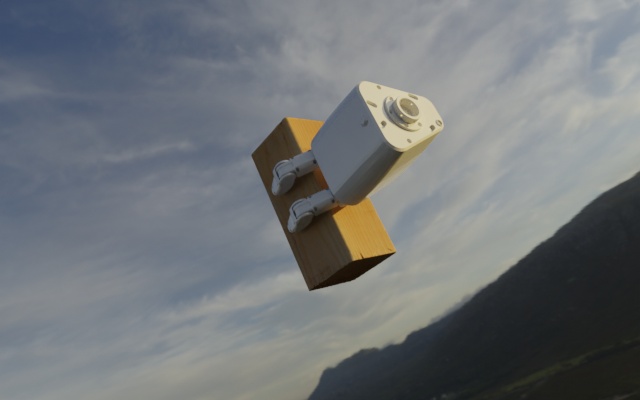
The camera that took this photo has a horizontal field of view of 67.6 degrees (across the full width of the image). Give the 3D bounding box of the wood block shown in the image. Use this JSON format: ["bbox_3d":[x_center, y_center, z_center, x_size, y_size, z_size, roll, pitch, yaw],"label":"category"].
[{"bbox_3d":[0.000,0.002,0.631,0.091,0.206,0.090,-3,-29,-46],"label":"wood block"}]
